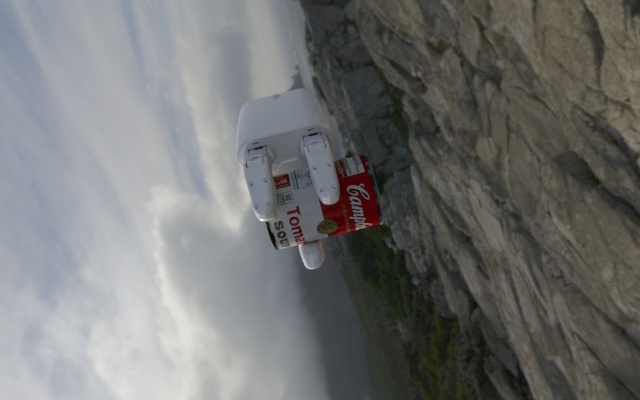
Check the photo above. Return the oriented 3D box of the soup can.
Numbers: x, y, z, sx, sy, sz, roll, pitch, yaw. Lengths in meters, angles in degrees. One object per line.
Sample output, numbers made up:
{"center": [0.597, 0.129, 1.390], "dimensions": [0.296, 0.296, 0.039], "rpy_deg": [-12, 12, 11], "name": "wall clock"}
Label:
{"center": [0.000, 0.002, 0.442], "dimensions": [0.102, 0.068, 0.068], "rpy_deg": [-14, 0, -1], "name": "soup can"}
